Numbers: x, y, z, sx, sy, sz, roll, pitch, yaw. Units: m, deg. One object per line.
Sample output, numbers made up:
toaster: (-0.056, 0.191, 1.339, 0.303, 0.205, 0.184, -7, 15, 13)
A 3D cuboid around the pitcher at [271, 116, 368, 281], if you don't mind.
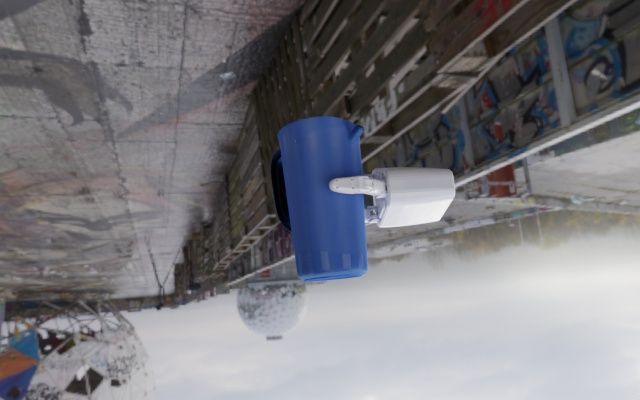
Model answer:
pitcher: (0.000, 0.002, 0.755, 0.145, 0.242, 0.149, -4, -12, -8)
